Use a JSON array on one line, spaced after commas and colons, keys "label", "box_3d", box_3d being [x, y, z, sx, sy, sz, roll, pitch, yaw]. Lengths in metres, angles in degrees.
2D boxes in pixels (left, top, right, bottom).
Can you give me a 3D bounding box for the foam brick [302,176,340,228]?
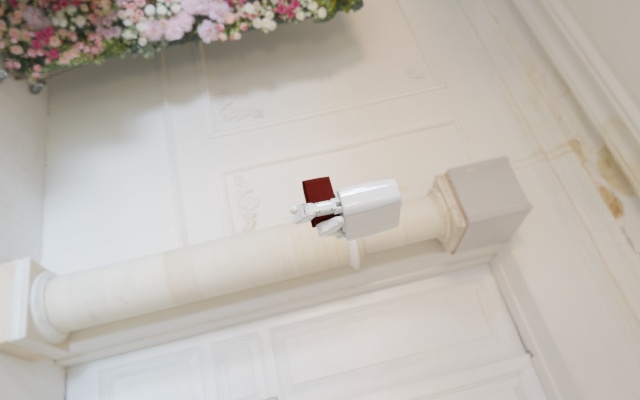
[{"label": "foam brick", "box_3d": [0.000, 0.003, 0.877, 0.051, 0.078, 0.053, -13, -19, -4]}]
